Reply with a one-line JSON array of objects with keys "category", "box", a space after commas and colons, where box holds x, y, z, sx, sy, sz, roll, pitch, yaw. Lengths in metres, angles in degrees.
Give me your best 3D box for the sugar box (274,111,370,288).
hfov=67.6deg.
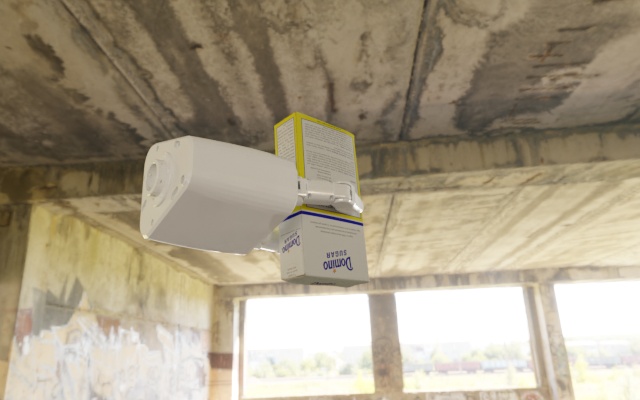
[{"category": "sugar box", "box": [0.000, 0.002, 0.514, 0.093, 0.176, 0.048, 14, -24, -39]}]
